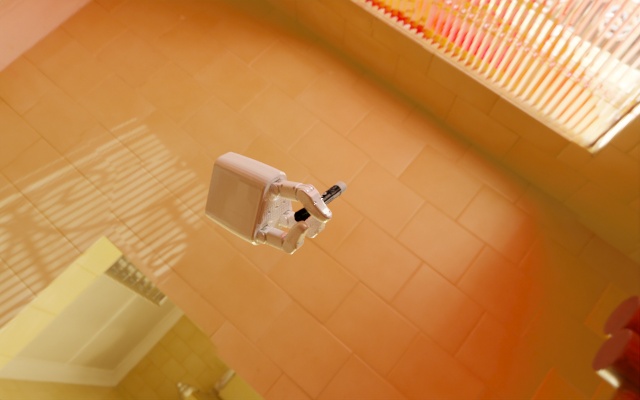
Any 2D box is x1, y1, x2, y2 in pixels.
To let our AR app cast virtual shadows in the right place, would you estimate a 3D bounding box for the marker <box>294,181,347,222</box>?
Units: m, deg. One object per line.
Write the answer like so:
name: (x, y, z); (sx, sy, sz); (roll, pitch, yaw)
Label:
marker: (0.000, 0.002, 0.712); (0.020, 0.020, 0.121); (0, 24, 38)
